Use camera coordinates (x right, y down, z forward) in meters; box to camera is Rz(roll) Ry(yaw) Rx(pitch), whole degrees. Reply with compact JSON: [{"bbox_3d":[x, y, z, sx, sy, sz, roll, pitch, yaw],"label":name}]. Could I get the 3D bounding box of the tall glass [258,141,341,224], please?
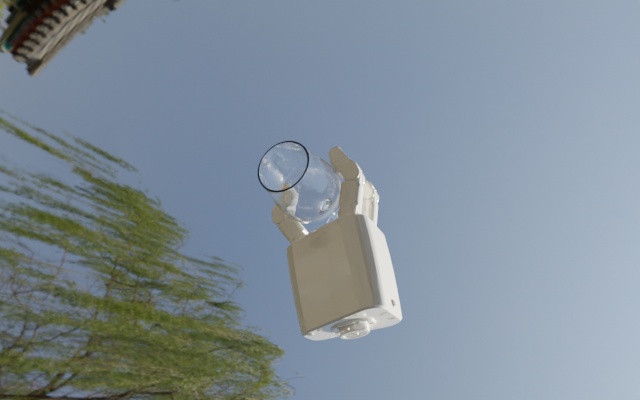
[{"bbox_3d":[0.000,0.002,0.589,0.079,0.079,0.201,0,-23,26],"label":"tall glass"}]
